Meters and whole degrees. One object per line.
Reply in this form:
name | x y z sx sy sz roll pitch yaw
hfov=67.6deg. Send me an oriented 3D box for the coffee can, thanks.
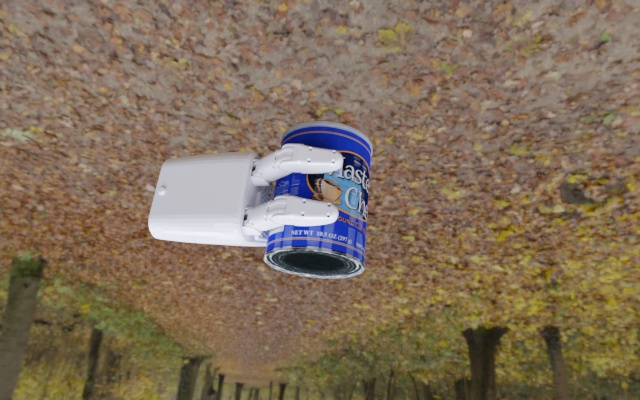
coffee can | 0.000 0.002 0.508 0.103 0.140 0.103 5 -23 2
